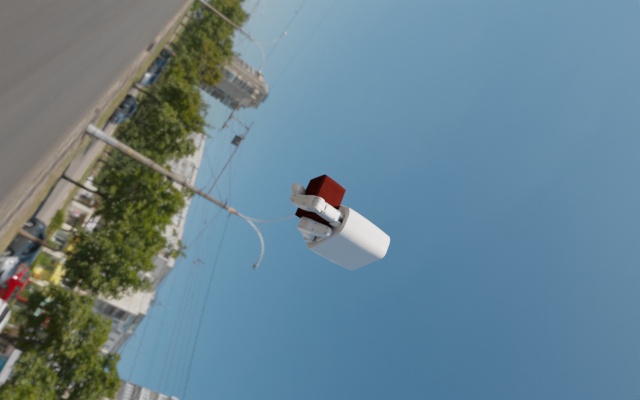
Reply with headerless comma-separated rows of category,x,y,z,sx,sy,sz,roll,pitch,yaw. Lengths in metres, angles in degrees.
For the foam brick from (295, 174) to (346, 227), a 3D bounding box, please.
foam brick,0.000,0.002,0.846,0.051,0.078,0.053,32,-22,-24
